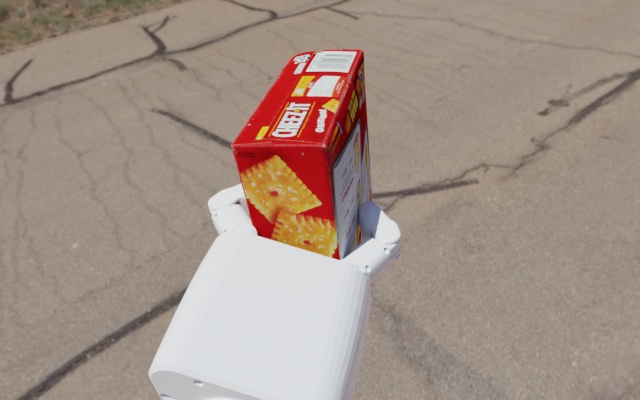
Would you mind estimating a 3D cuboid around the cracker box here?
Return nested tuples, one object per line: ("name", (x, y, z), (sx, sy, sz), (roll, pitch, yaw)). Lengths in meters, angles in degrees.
("cracker box", (0.000, 0.001, 0.415), (0.072, 0.214, 0.164), (3, 38, 13))
